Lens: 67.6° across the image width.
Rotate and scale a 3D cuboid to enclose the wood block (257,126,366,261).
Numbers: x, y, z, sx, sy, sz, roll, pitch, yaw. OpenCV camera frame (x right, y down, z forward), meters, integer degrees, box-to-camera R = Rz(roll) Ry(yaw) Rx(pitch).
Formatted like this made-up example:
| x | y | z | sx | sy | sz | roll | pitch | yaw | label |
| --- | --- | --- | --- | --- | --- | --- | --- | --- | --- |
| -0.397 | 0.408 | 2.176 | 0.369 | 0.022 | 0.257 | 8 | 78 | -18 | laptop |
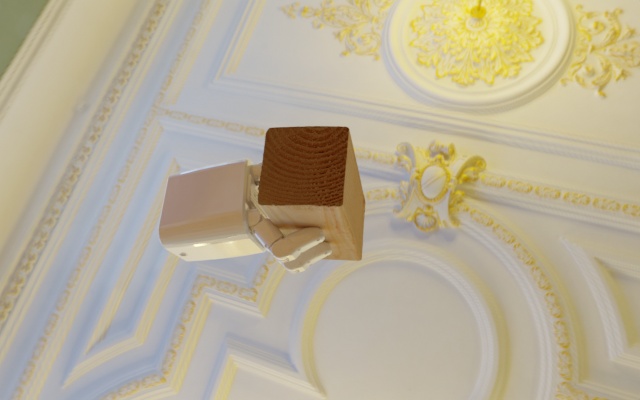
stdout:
| x | y | z | sx | sy | sz | roll | pitch | yaw | label |
| --- | --- | --- | --- | --- | --- | --- | --- | --- | --- |
| 0.000 | 0.002 | 0.574 | 0.090 | 0.090 | 0.206 | 1 | -21 | 10 | wood block |
